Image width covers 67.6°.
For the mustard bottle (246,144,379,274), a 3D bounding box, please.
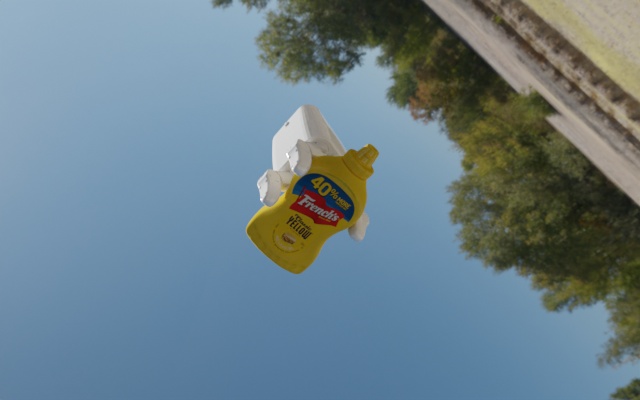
[{"bbox_3d":[0.000,0.002,0.592,0.192,0.096,0.058,-45,8,22],"label":"mustard bottle"}]
